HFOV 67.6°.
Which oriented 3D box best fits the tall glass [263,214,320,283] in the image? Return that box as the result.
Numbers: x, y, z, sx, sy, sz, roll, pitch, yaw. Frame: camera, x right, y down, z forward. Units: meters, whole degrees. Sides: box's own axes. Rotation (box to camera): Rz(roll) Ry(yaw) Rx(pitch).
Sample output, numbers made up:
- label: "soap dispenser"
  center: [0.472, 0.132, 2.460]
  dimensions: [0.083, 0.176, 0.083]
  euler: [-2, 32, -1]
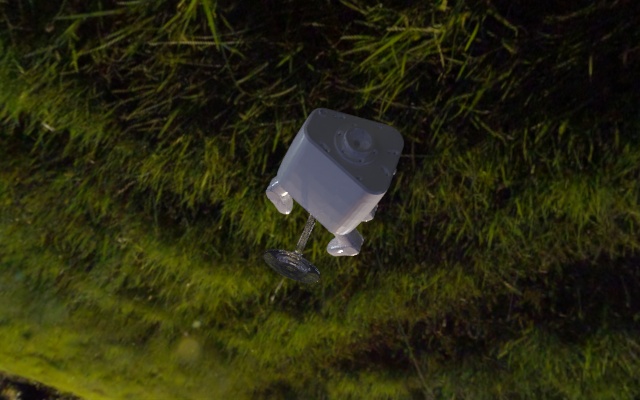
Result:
- label: "tall glass"
  center: [0.000, 0.003, 0.626]
  dimensions: [0.079, 0.201, 0.079]
  euler: [18, -31, 11]
